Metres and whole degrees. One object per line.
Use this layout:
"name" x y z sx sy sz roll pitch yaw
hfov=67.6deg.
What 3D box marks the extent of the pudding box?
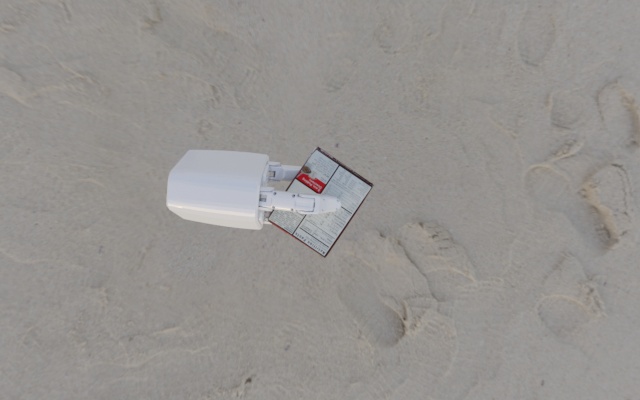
"pudding box" 0.000 0.002 0.603 0.090 0.113 0.039 34 6 -3
